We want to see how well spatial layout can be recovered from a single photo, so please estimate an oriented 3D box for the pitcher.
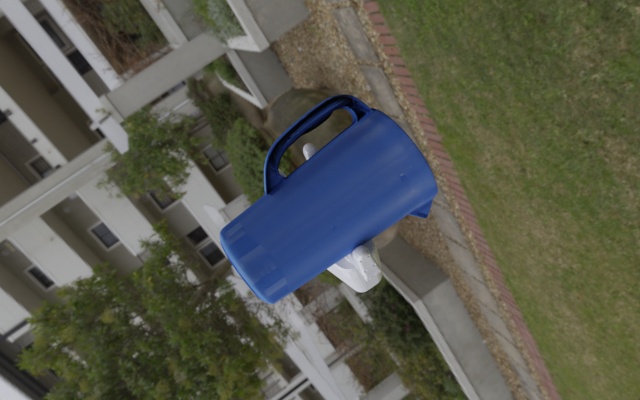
[{"bbox_3d":[0.000,0.002,0.567,0.243,0.149,0.145,-36,-31,-5],"label":"pitcher"}]
